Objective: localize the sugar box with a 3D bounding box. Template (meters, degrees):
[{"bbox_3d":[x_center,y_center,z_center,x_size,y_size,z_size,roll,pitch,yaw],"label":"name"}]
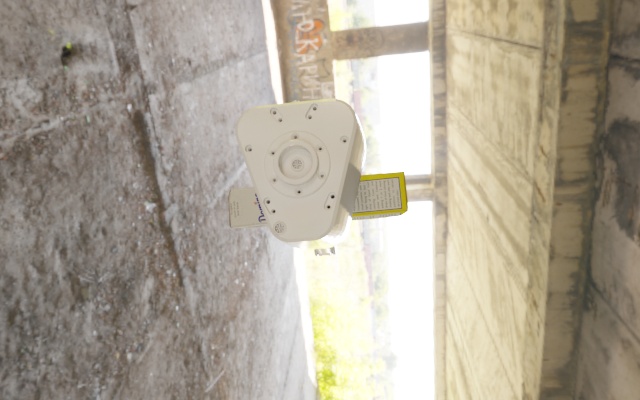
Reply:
[{"bbox_3d":[0.000,0.001,0.505,0.176,0.048,0.093,-3,-4,6],"label":"sugar box"}]
